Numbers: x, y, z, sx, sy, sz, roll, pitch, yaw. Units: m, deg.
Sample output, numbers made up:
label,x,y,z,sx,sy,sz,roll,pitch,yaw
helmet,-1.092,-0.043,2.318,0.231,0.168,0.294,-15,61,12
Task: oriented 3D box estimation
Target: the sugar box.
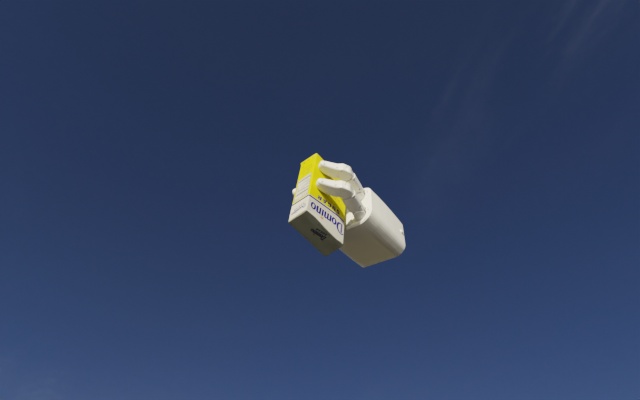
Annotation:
label,x,y,z,sx,sy,sz,roll,pitch,yaw
sugar box,0.001,0.002,0.815,0.048,0.093,0.176,-34,26,23
